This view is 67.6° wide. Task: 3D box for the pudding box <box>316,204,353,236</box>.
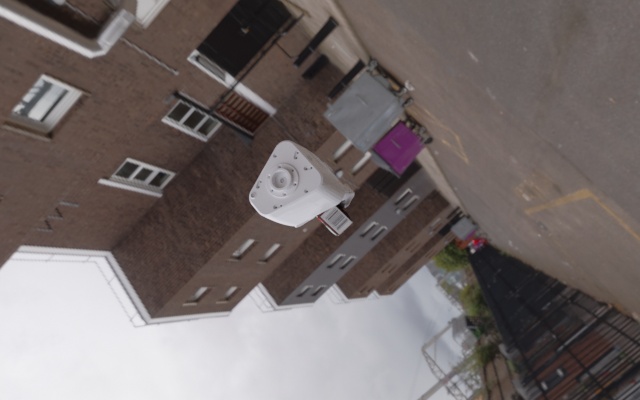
[{"bbox_3d":[0.000,0.003,0.819,0.039,0.113,0.090,-43,10,5],"label":"pudding box"}]
